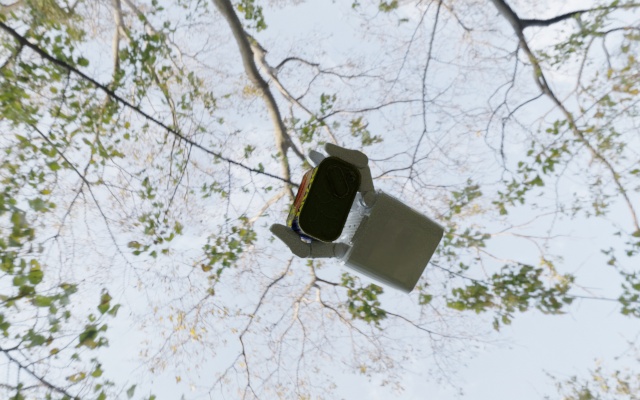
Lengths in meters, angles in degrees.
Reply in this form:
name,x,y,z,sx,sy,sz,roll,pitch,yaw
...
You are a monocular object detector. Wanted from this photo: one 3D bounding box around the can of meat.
name,x,y,z,sx,sy,sz,roll,pitch,yaw
can of meat,0.000,0.002,0.609,0.057,0.102,0.084,24,-12,-14
